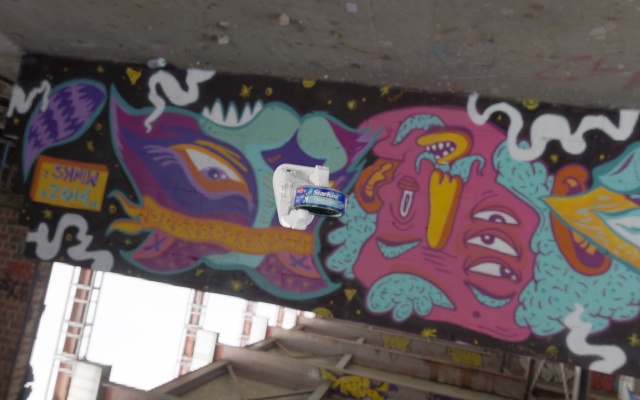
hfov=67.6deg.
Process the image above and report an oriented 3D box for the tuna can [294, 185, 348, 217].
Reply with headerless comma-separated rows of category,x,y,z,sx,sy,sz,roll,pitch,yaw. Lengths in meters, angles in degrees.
tuna can,0.000,0.003,0.778,0.086,0.033,0.086,9,-12,2
